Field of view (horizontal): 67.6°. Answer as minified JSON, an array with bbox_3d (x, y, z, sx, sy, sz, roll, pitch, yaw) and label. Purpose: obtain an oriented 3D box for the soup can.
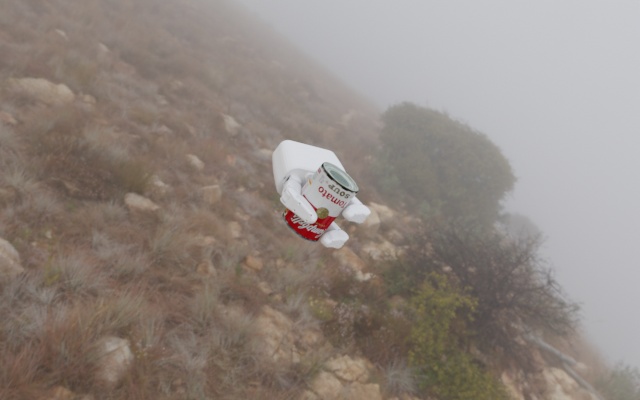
[{"bbox_3d":[0.000,0.002,0.705,0.068,0.102,0.068,34,20,-14],"label":"soup can"}]
